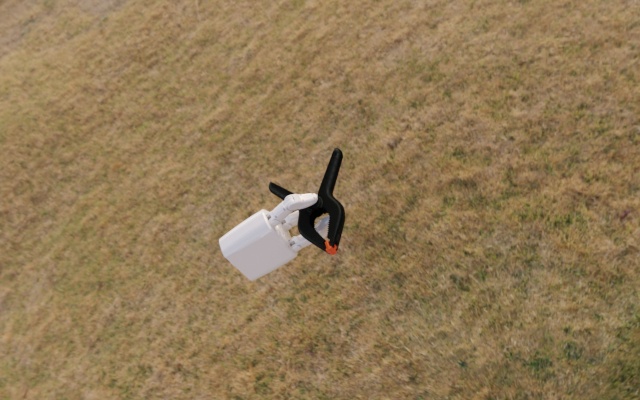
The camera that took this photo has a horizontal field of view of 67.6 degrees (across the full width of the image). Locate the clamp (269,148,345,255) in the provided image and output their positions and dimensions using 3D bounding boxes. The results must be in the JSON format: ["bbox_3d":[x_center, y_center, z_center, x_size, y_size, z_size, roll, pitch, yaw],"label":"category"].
[{"bbox_3d":[0.000,0.003,0.899,0.164,0.209,0.036,-33,-36,9],"label":"clamp"}]
